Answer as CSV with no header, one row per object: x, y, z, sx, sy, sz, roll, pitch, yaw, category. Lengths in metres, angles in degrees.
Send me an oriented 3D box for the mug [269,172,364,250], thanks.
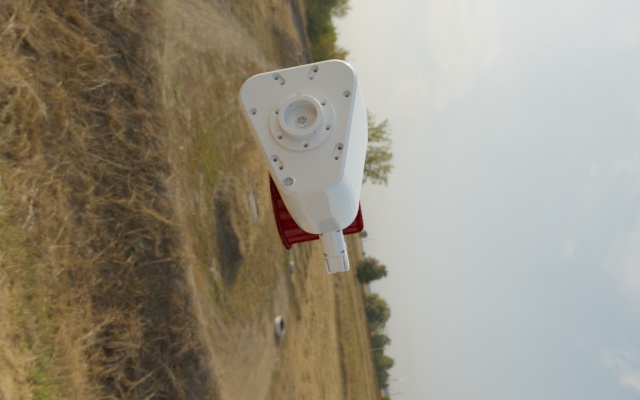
0.000,0.002,0.501,0.081,0.093,0.117,-10,-17,5,mug
